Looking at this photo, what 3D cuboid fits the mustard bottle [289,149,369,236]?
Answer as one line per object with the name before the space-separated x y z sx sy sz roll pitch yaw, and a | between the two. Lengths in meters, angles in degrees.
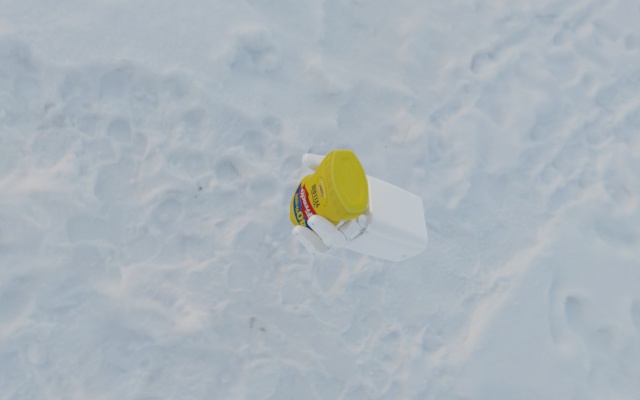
mustard bottle | 0.000 0.002 0.723 0.058 0.096 0.192 -6 -16 -29
